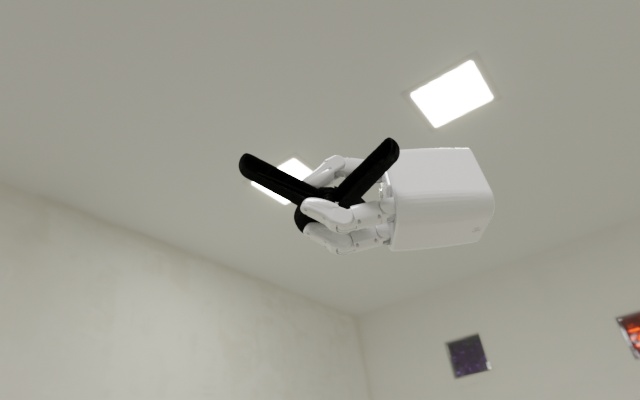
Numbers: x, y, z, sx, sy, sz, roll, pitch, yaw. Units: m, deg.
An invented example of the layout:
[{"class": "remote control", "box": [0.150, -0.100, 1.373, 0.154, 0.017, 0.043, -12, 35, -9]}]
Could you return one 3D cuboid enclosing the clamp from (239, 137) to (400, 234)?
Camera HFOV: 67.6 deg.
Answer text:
[{"class": "clamp", "box": [0.000, 0.001, 0.558, 0.164, 0.036, 0.210, -1, -32, 2]}]
